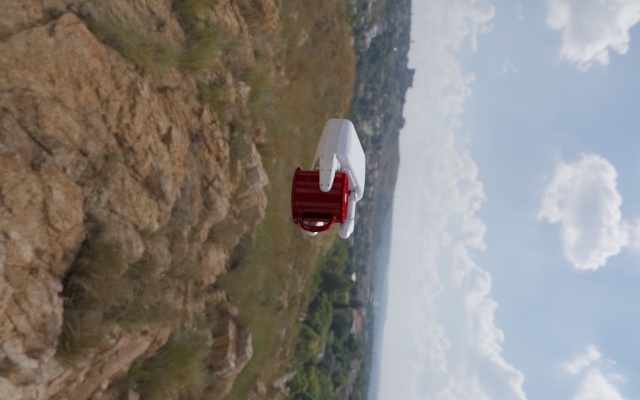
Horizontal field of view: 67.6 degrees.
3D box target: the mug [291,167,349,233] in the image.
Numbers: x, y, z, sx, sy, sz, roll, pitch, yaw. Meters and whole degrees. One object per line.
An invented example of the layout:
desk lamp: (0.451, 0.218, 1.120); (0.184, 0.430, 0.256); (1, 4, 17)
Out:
mug: (0.000, 0.003, 0.760); (0.081, 0.117, 0.093); (3, -44, 8)
